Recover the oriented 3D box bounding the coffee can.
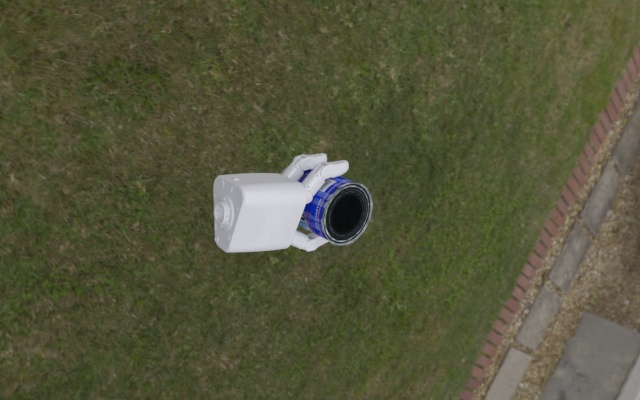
[{"bbox_3d":[0.000,0.003,0.783,0.103,0.103,0.140,0,16,-40],"label":"coffee can"}]
